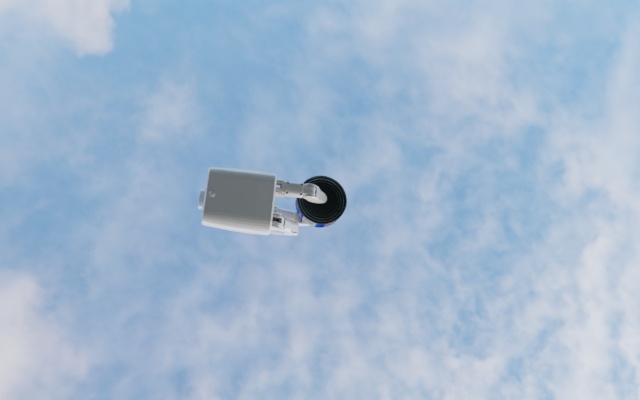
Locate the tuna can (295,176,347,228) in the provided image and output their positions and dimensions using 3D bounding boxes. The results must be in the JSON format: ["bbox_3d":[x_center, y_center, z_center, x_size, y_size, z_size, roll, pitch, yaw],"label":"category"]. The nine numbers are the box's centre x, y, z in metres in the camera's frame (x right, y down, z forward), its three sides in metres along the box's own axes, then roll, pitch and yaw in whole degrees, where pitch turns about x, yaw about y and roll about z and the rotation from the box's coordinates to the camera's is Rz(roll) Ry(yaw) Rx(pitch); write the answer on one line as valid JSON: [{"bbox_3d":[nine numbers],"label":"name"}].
[{"bbox_3d":[0.000,0.003,0.821,0.086,0.086,0.034,0,-16,-10],"label":"tuna can"}]
